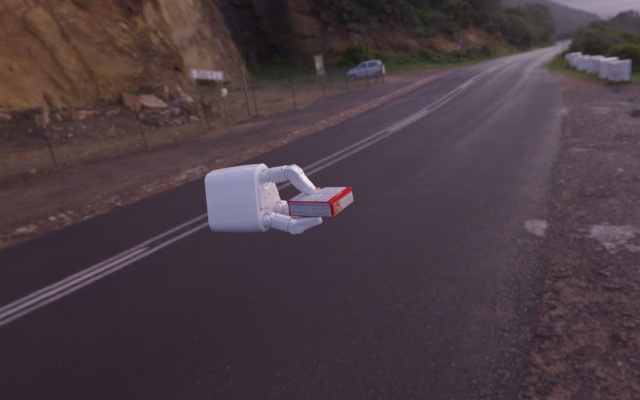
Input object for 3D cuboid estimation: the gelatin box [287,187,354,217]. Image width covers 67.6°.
[{"bbox_3d":[0.000,0.002,0.803,0.089,0.030,0.073,0,20,33],"label":"gelatin box"}]
